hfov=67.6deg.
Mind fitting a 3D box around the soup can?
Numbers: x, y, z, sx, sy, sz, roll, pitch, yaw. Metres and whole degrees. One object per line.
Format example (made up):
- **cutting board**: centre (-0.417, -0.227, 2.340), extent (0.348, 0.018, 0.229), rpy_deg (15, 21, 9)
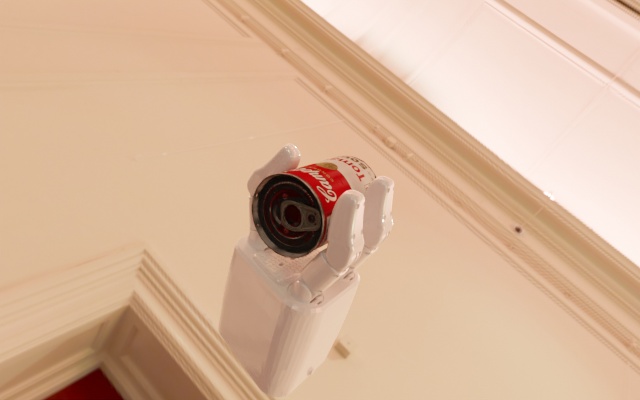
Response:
- **soup can**: centre (0.000, 0.001, 0.408), extent (0.068, 0.068, 0.102), rpy_deg (0, 13, 33)
